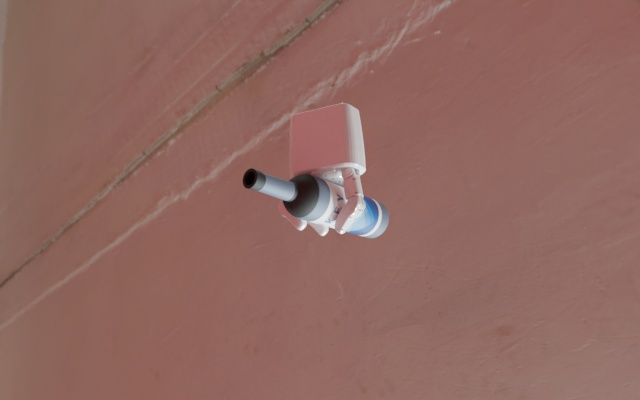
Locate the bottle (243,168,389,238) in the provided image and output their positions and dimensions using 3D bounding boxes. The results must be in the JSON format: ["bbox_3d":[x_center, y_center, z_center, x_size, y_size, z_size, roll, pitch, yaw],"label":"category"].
[{"bbox_3d":[0.000,0.003,0.725,0.069,0.069,0.296,0,-12,39],"label":"bottle"}]
